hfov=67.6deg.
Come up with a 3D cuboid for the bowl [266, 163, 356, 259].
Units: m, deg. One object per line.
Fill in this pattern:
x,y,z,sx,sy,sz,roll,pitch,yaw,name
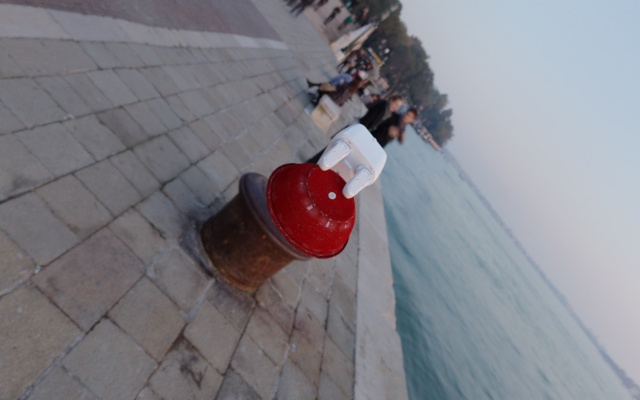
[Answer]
0.000,0.003,0.709,0.162,0.162,0.055,0,-26,-44,bowl
